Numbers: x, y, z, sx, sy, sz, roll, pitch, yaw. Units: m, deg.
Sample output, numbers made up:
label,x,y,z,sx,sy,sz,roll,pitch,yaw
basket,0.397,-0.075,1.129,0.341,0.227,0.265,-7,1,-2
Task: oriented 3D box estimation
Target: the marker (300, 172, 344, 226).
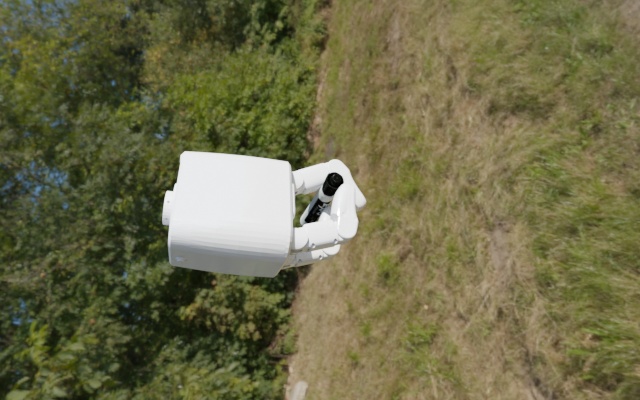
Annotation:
label,x,y,z,sx,sy,sz,roll,pitch,yaw
marker,0.000,0.002,0.520,0.020,0.020,0.121,0,-23,-16
